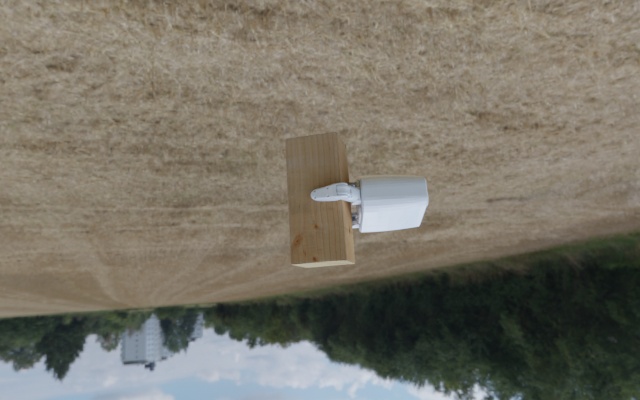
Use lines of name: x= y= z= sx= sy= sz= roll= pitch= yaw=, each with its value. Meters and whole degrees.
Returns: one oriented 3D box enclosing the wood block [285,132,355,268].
wood block: x=0.000 y=0.003 z=0.792 sx=0.090 sy=0.206 sz=0.091 roll=-6 pitch=-12 yaw=12
